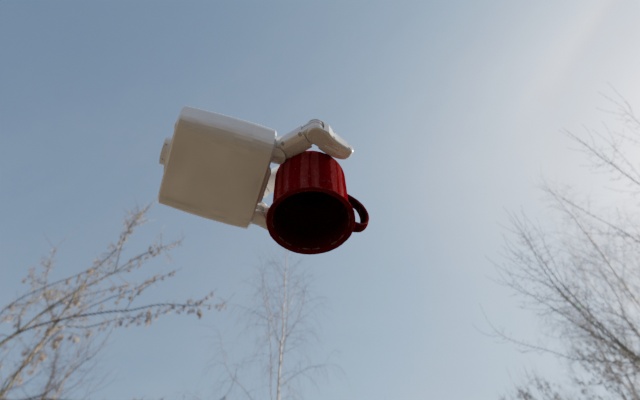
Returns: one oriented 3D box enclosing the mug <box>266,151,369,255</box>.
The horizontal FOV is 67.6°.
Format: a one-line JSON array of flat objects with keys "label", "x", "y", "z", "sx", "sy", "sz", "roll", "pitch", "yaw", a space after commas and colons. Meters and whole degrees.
[{"label": "mug", "x": 0.001, "y": 0.002, "z": 0.529, "sx": 0.117, "sy": 0.093, "sz": 0.081, "roll": 16, "pitch": 36, "yaw": -14}]
